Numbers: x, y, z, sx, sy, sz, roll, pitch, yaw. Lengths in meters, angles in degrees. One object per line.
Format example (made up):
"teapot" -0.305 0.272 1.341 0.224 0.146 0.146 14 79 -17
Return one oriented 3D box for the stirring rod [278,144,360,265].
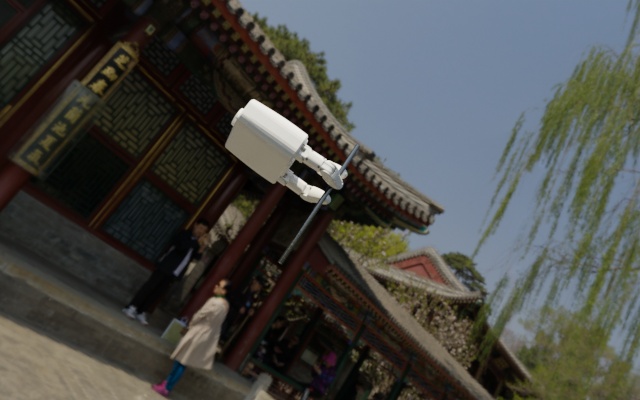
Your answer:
"stirring rod" 0.000 0.003 0.779 0.011 0.239 0.011 30 -17 10
